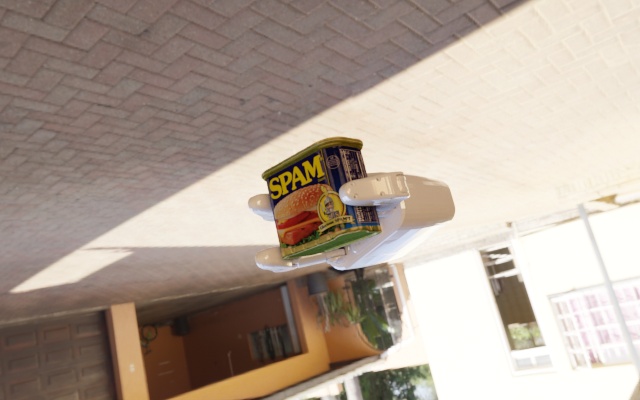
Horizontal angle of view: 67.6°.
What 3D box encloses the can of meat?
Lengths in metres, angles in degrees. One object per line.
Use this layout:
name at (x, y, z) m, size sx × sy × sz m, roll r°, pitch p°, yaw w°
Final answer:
can of meat at (0.000, 0.002, 0.433) m, size 0.102 × 0.084 × 0.057 m, roll -24°, pitch -16°, yaw 39°
